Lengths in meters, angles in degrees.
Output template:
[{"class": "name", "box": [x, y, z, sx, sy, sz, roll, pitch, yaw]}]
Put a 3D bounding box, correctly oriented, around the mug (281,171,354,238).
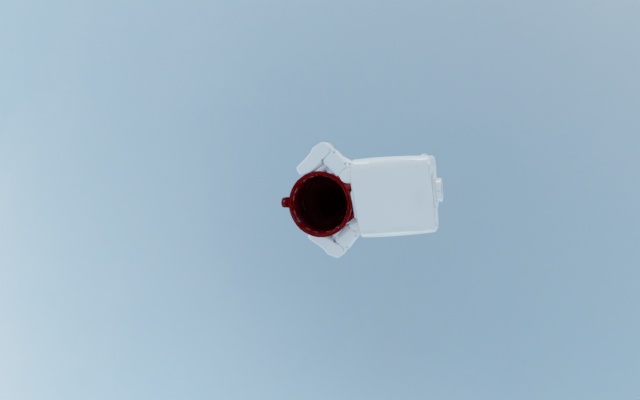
[{"class": "mug", "box": [-0.001, 0.002, 0.706, 0.117, 0.093, 0.081, -3, 5, 19]}]
